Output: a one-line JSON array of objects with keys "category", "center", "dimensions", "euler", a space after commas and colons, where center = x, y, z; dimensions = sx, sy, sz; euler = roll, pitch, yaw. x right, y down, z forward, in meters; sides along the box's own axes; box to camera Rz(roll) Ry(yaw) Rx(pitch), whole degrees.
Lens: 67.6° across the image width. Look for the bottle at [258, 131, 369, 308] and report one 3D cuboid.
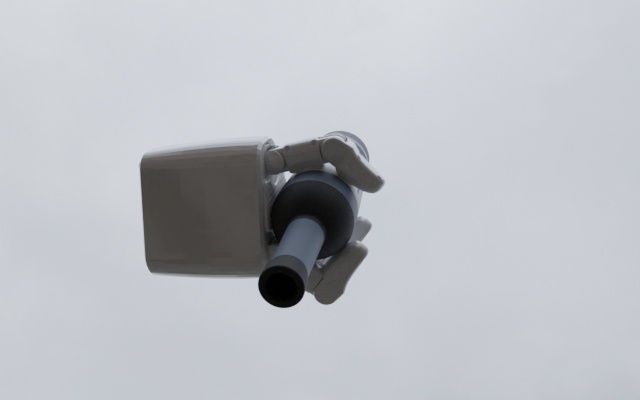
[{"category": "bottle", "center": [0.000, 0.001, 0.406], "dimensions": [0.069, 0.069, 0.295], "euler": [0, 19, 9]}]
